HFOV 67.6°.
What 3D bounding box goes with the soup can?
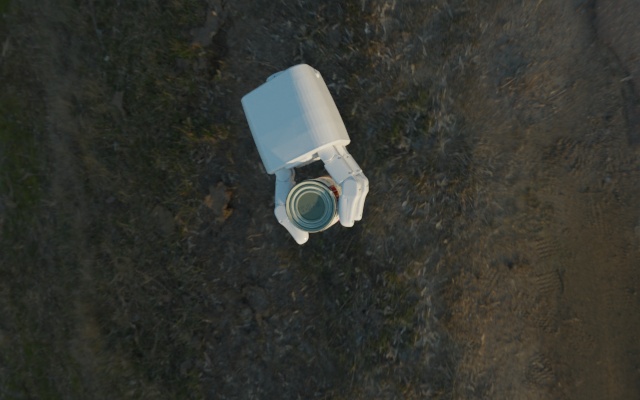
[{"bbox_3d":[0.000,0.003,0.633,0.068,0.068,0.102,0,6,14],"label":"soup can"}]
